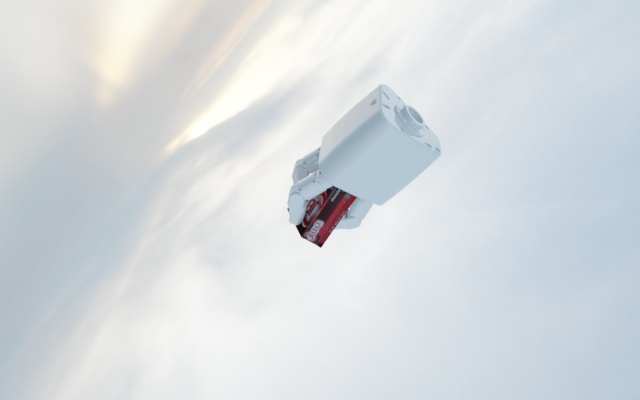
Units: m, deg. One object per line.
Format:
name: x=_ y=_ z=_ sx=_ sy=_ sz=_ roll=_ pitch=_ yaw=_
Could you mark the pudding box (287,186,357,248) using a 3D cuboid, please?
pudding box: x=0.000 y=0.002 z=0.655 sx=0.039 sy=0.090 sz=0.113 roll=33 pitch=8 yaw=-20
